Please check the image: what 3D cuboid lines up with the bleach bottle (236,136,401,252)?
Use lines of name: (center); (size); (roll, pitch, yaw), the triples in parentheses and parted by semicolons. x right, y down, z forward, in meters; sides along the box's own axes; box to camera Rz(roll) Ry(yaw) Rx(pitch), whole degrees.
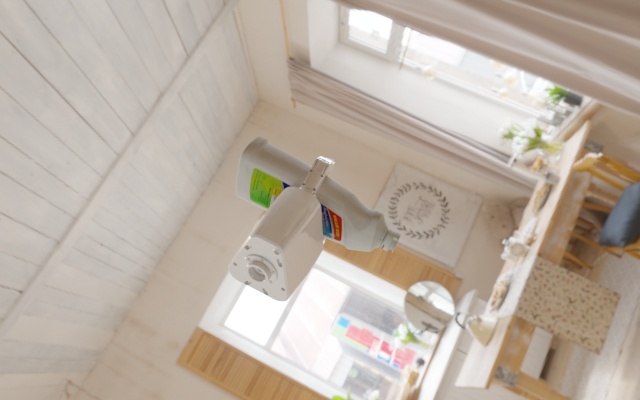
bleach bottle: (0.000, 0.002, 0.701); (0.251, 0.103, 0.068); (26, 43, 9)
